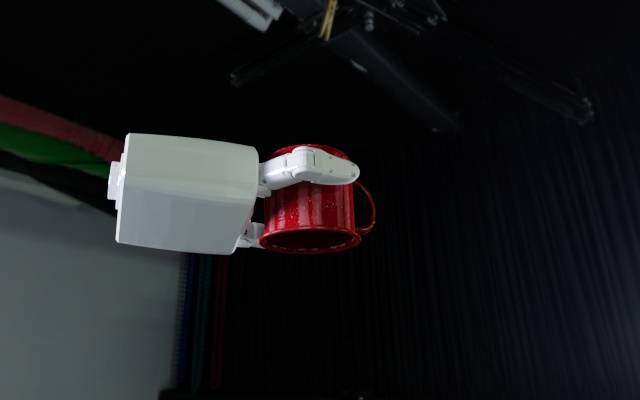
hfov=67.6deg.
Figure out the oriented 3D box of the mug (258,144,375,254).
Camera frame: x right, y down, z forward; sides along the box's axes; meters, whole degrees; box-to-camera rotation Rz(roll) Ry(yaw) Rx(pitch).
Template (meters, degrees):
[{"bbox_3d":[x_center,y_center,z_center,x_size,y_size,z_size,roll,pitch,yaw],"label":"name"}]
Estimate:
[{"bbox_3d":[0.001,0.001,0.449,0.117,0.081,0.093,7,-21,-23],"label":"mug"}]
